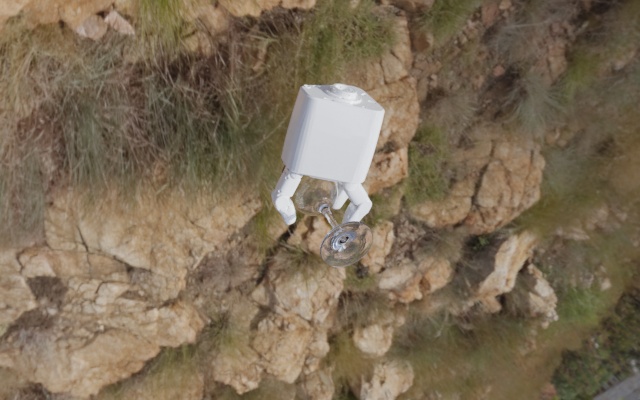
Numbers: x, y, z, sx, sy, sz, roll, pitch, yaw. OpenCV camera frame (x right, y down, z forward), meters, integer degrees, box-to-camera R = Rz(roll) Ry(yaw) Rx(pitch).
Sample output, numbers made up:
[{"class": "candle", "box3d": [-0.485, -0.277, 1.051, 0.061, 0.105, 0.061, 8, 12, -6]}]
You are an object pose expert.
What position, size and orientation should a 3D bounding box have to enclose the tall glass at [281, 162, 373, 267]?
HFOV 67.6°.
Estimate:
[{"class": "tall glass", "box3d": [0.000, 0.003, 0.688, 0.079, 0.079, 0.201, 0, 33, -25]}]
